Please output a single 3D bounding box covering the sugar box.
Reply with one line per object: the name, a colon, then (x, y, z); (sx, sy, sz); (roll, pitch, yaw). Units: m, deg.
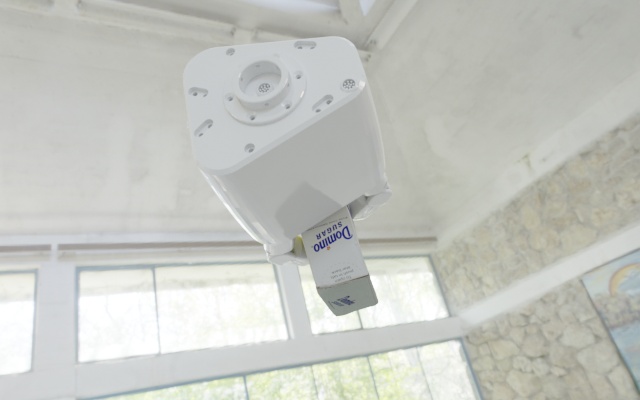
sugar box: (-0.001, 0.001, 0.404); (0.048, 0.176, 0.093); (-16, -27, 4)
